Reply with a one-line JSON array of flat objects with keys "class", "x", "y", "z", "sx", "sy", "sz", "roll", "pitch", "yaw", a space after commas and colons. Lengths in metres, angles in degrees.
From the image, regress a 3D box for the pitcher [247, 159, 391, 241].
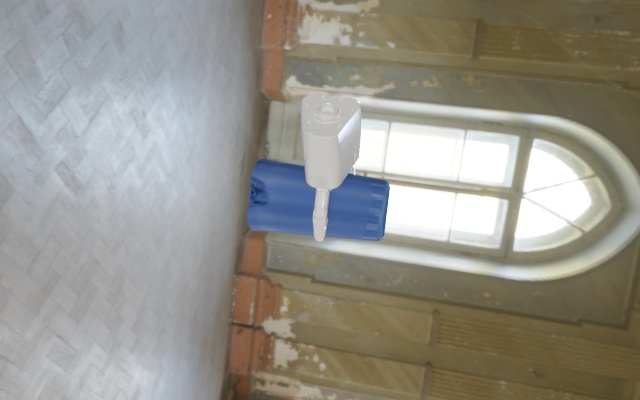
[{"class": "pitcher", "x": 0.000, "y": 0.003, "z": 0.865, "sx": 0.243, "sy": 0.149, "sz": 0.145, "roll": 8, "pitch": -43, "yaw": 9}]
